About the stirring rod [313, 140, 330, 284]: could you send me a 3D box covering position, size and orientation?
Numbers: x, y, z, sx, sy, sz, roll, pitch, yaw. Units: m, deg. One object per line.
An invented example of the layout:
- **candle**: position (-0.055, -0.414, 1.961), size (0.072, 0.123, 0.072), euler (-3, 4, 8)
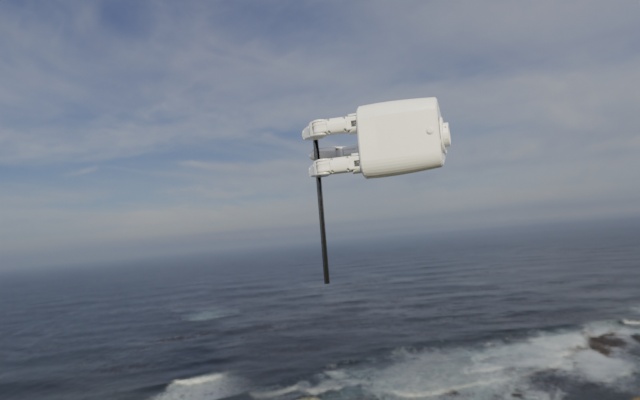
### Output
- **stirring rod**: position (0.000, 0.002, 0.707), size (0.011, 0.239, 0.011), euler (-5, -3, 0)
